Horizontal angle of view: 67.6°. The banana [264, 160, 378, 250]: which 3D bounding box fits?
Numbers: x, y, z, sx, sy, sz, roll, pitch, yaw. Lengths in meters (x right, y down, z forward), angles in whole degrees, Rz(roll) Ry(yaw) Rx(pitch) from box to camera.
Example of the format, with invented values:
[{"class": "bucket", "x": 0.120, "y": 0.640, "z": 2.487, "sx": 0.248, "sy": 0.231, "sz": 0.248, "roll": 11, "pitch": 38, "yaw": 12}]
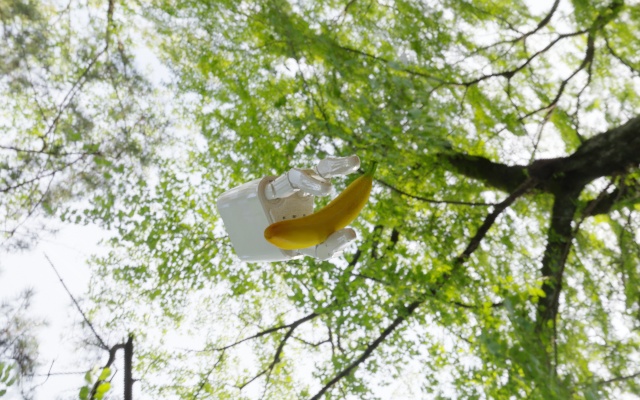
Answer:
[{"class": "banana", "x": 0.005, "y": 0.016, "z": 0.583, "sx": 0.037, "sy": 0.070, "sz": 0.197, "roll": 17, "pitch": 38, "yaw": 37}]
